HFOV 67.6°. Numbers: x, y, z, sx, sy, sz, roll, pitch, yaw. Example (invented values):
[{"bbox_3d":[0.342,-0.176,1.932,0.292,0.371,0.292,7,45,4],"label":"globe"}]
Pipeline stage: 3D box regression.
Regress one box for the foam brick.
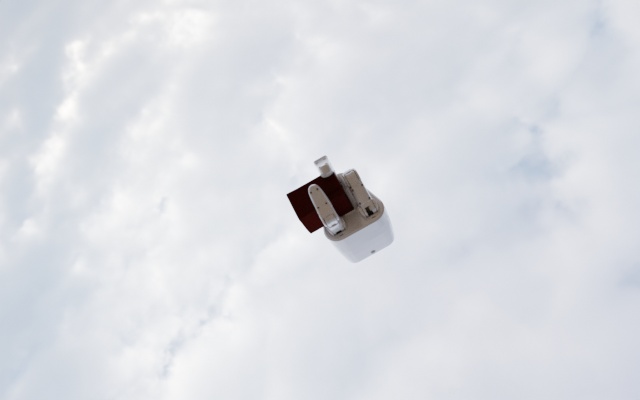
[{"bbox_3d":[0.000,0.002,0.703,0.078,0.053,0.051,-29,-34,3],"label":"foam brick"}]
